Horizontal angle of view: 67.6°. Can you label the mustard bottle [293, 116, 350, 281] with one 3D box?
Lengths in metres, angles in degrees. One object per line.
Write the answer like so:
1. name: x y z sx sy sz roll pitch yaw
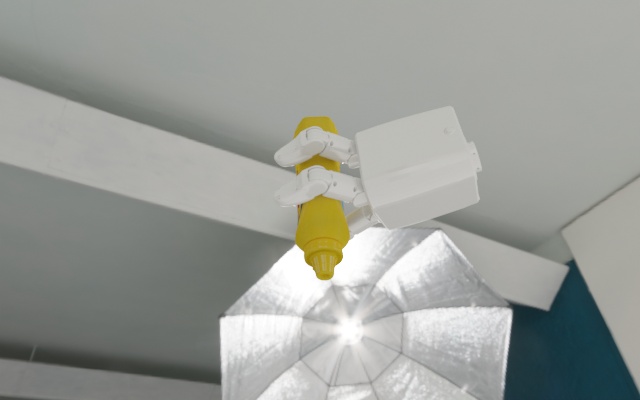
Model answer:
1. mustard bottle: 0.000 0.002 0.531 0.058 0.191 0.096 -1 -40 -4
